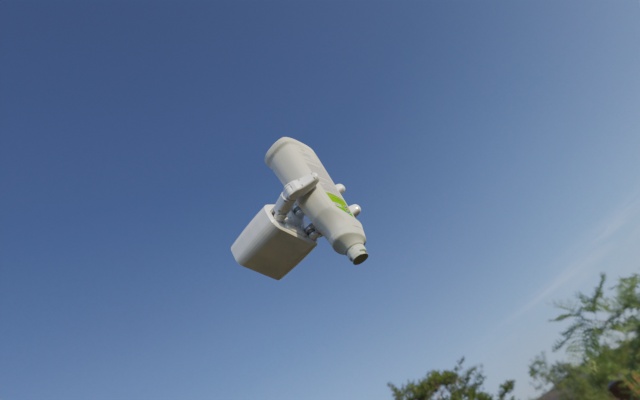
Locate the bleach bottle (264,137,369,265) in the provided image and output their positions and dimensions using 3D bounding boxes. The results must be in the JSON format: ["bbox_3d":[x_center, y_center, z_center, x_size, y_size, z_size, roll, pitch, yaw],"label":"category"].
[{"bbox_3d":[0.000,0.003,0.803,0.102,0.068,0.250,18,31,-49],"label":"bleach bottle"}]
